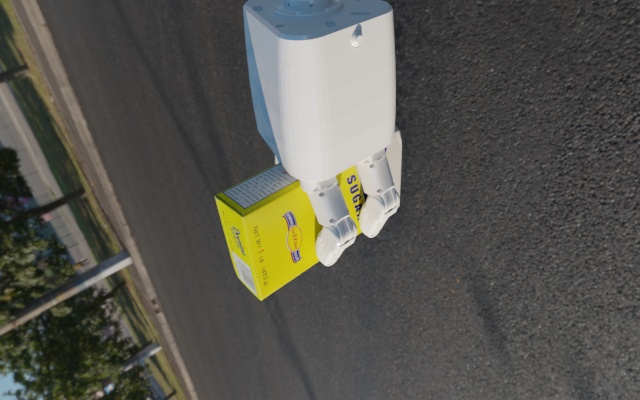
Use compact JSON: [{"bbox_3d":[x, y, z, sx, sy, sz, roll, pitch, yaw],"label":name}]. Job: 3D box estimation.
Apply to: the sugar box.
[{"bbox_3d":[0.000,0.002,0.421,0.176,0.093,0.048,-30,43,-28],"label":"sugar box"}]
